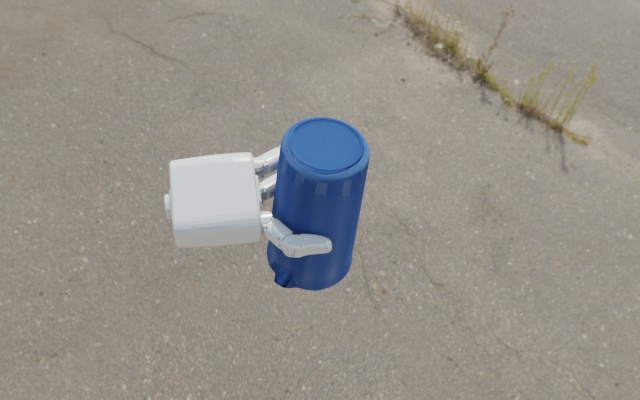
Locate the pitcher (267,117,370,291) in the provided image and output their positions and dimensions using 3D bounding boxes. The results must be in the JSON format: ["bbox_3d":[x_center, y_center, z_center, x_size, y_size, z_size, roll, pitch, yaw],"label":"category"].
[{"bbox_3d":[0.000,0.002,0.658,0.145,0.149,0.243,-4,-38,-11],"label":"pitcher"}]
